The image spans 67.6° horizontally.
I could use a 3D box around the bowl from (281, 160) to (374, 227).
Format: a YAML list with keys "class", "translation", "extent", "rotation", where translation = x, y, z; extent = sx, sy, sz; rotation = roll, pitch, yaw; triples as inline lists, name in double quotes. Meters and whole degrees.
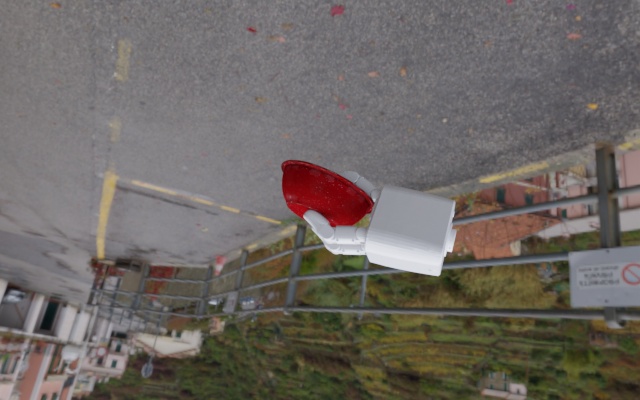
- class: "bowl"
  translation: [-0.001, 0.002, 0.740]
  extent: [0.162, 0.055, 0.162]
  rotation: [25, -15, 7]
